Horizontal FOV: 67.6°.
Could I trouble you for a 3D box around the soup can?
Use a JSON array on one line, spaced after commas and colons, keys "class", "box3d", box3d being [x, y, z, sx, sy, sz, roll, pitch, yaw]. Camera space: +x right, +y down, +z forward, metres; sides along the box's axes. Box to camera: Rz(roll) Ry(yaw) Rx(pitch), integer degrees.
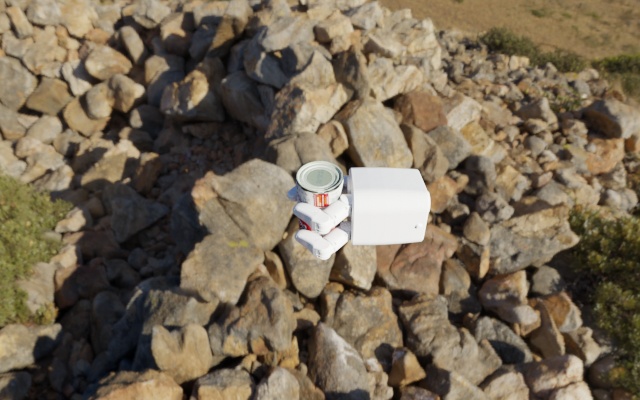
[{"class": "soup can", "box3d": [0.000, 0.002, 0.693, 0.068, 0.102, 0.068, -1, 44, 1]}]
